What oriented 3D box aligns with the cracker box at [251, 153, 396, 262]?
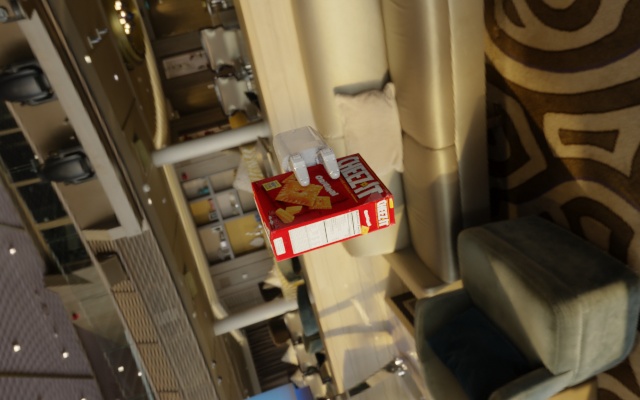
[{"bbox_3d":[0.000,0.003,0.838,0.213,0.072,0.164,-17,36,-9],"label":"cracker box"}]
